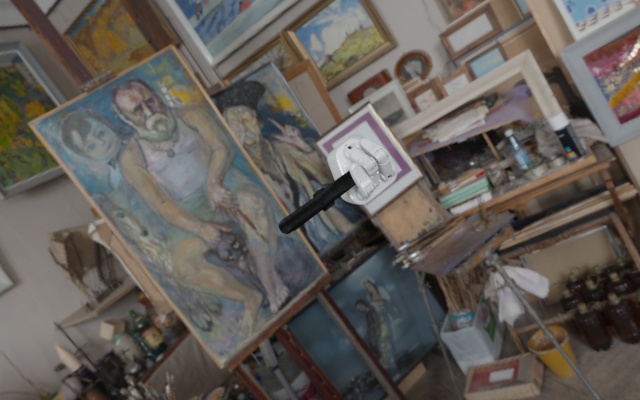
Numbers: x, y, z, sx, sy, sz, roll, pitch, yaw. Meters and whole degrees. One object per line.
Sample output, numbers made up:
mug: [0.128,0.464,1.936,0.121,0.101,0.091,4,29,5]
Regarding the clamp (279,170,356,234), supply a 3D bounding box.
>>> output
clamp: [0.000,0.002,0.819,0.171,0.039,0.120,-34,3,-7]
